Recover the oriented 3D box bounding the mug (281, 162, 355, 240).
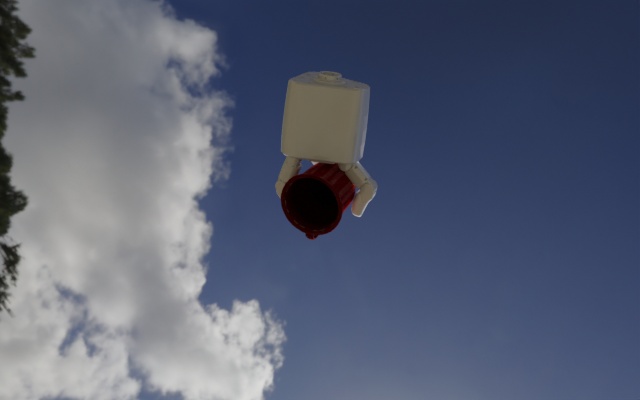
[{"bbox_3d":[0.000,0.004,0.700,0.093,0.117,0.081,16,28,17],"label":"mug"}]
